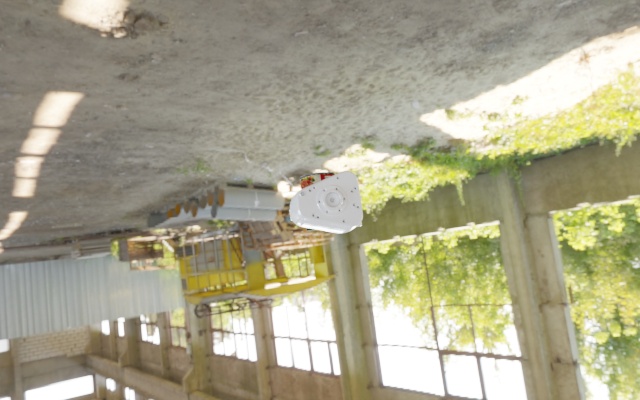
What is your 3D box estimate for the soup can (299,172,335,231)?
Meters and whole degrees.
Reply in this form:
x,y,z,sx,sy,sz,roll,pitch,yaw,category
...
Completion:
x,y,z,sx,sy,sz,roll,pitch,yaw,category
0.000,0.003,0.899,0.068,0.102,0.068,-8,-7,-1,soup can
